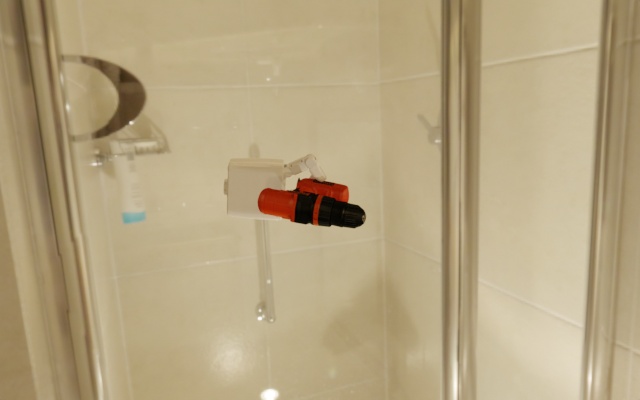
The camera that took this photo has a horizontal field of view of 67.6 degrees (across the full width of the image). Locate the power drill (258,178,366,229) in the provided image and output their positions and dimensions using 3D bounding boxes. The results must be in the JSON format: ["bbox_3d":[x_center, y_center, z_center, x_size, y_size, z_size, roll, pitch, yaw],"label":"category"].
[{"bbox_3d":[0.000,0.003,0.860,0.184,0.057,0.187,12,10,11],"label":"power drill"}]
